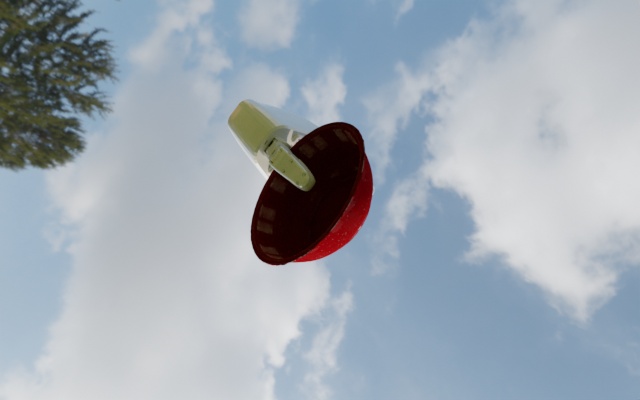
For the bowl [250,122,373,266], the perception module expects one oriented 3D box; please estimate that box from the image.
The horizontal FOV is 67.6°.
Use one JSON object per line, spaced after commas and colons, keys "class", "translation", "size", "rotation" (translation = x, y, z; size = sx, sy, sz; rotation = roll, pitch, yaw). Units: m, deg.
{"class": "bowl", "translation": [0.001, 0.003, 0.487], "size": [0.055, 0.162, 0.162], "rotation": [34, -20, -32]}
